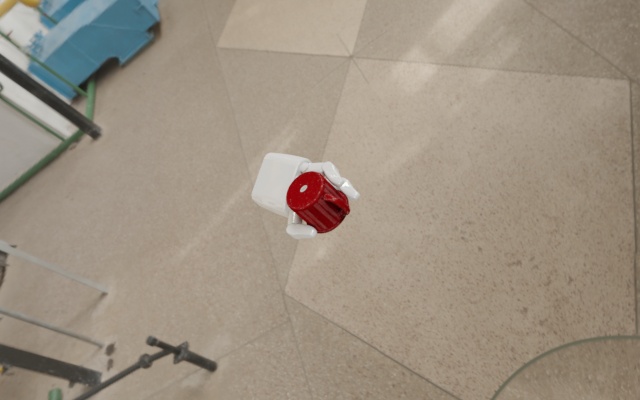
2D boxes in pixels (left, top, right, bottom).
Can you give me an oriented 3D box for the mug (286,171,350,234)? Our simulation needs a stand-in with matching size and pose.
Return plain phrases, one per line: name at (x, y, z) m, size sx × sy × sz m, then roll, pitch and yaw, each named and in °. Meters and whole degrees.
mug at (0.001, 0.003, 0.849) m, size 0.117 × 0.093 × 0.081 m, roll 14°, pitch -20°, yaw 42°
